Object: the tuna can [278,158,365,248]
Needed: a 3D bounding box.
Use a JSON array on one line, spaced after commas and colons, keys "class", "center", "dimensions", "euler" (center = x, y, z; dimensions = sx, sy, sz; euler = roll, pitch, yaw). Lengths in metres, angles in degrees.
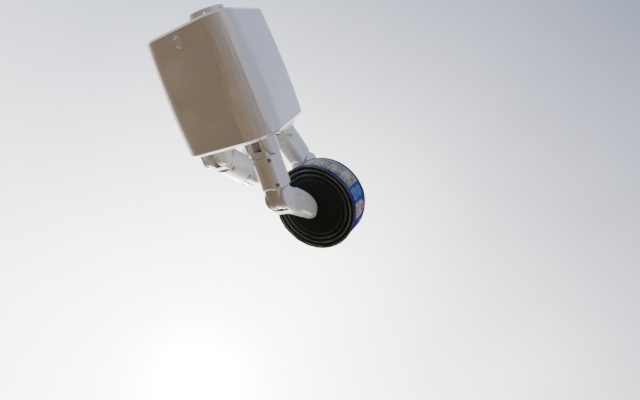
[{"class": "tuna can", "center": [0.000, 0.001, 0.474], "dimensions": [0.086, 0.086, 0.033], "euler": [0, 21, 27]}]
